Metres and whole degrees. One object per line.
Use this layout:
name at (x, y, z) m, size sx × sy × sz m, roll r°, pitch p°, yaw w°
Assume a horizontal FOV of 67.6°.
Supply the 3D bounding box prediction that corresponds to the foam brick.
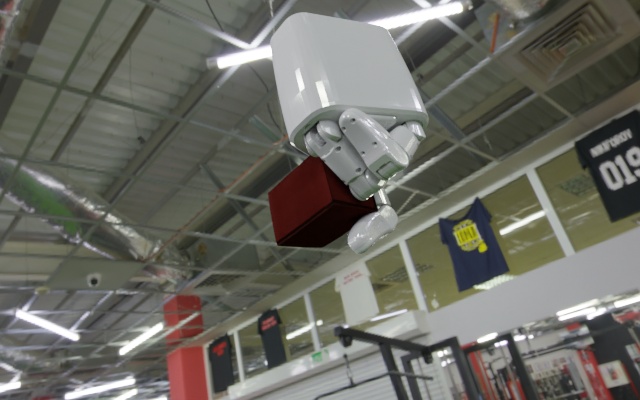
foam brick at (0.000, 0.002, 0.407) m, size 0.053 × 0.051 × 0.078 m, roll 9°, pitch -35°, yaw -41°
